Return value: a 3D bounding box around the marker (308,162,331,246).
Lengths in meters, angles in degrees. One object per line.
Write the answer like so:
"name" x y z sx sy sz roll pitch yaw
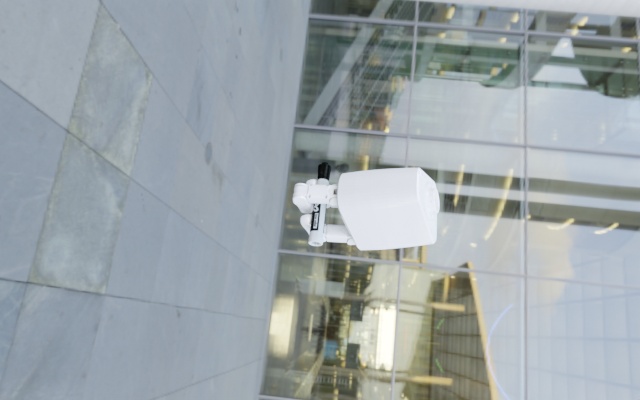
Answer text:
"marker" 0.000 0.002 0.645 0.020 0.121 0.020 6 -25 3
